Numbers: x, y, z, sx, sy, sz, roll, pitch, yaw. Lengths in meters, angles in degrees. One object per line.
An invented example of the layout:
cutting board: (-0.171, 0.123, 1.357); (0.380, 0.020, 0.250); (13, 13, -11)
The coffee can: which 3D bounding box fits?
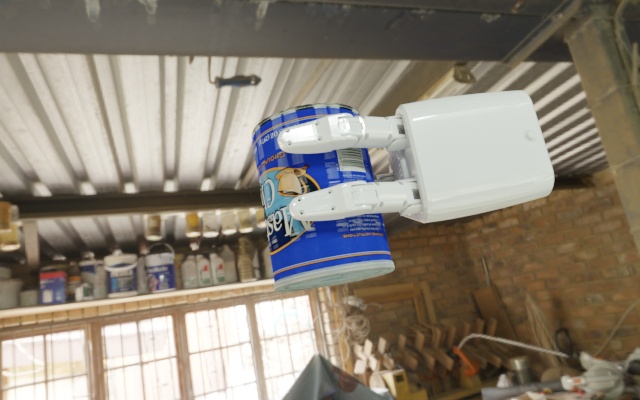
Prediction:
coffee can: (0.000, 0.002, 0.418); (0.103, 0.140, 0.103); (-10, -14, -2)
